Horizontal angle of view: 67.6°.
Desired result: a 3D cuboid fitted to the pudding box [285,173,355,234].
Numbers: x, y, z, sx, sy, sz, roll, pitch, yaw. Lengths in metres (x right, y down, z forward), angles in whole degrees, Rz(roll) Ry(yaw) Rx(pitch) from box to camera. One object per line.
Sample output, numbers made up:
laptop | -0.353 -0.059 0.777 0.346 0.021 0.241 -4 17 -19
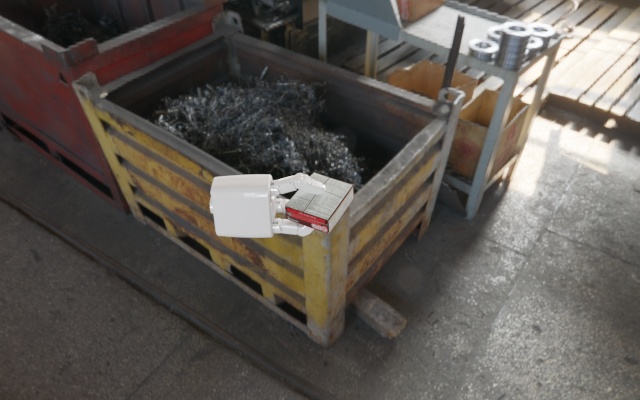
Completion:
pudding box | 0.000 0.003 0.877 0.090 0.039 0.113 19 48 21
